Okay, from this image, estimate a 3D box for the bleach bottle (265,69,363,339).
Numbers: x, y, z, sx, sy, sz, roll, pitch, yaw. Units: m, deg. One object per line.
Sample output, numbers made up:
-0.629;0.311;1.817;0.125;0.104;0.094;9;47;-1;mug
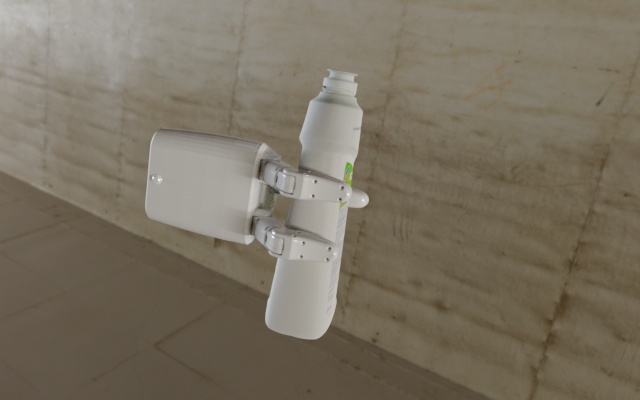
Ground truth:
0.000;0.002;0.470;0.068;0.251;0.102;12;14;6;bleach bottle
